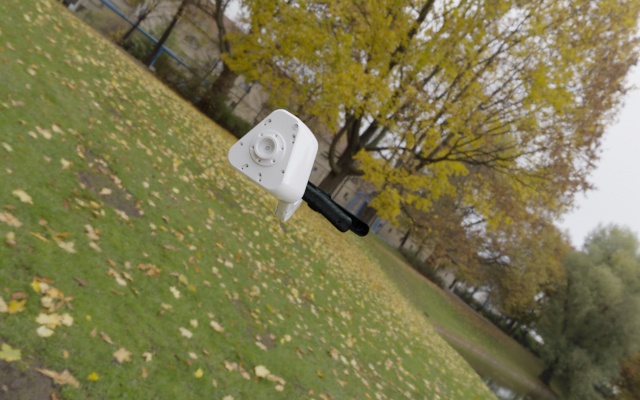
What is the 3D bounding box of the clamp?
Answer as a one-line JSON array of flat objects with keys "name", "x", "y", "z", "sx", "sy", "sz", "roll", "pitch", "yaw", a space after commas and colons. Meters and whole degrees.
[{"name": "clamp", "x": 0.000, "y": 0.002, "z": 0.760, "sx": 0.171, "sy": 0.039, "sz": 0.120, "roll": 34, "pitch": 0, "yaw": 12}]
